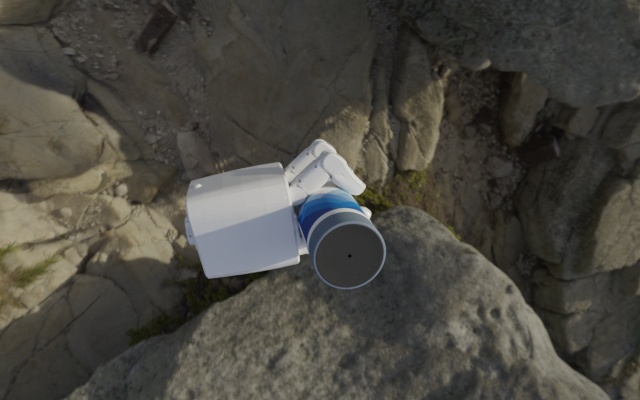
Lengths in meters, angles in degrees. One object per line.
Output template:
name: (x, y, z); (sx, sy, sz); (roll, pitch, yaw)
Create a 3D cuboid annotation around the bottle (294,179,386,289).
bottle: (0.000, 0.002, 0.556); (0.069, 0.069, 0.295); (0, 19, -11)
